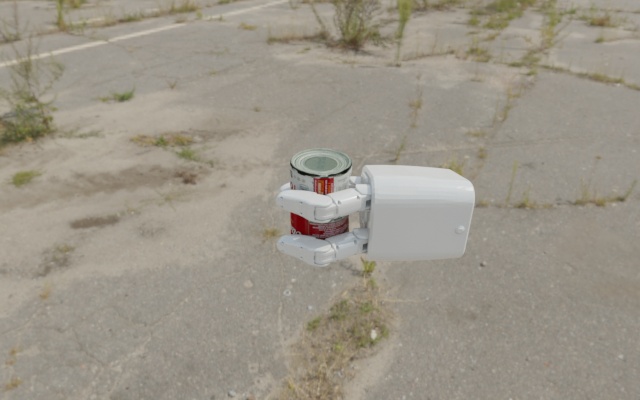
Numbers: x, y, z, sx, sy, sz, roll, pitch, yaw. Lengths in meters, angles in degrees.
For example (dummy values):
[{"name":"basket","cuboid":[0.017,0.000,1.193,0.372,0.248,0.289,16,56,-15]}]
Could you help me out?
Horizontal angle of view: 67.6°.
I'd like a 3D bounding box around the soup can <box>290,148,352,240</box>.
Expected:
[{"name":"soup can","cuboid":[0.000,0.001,0.528,0.068,0.102,0.068,1,30,0]}]
